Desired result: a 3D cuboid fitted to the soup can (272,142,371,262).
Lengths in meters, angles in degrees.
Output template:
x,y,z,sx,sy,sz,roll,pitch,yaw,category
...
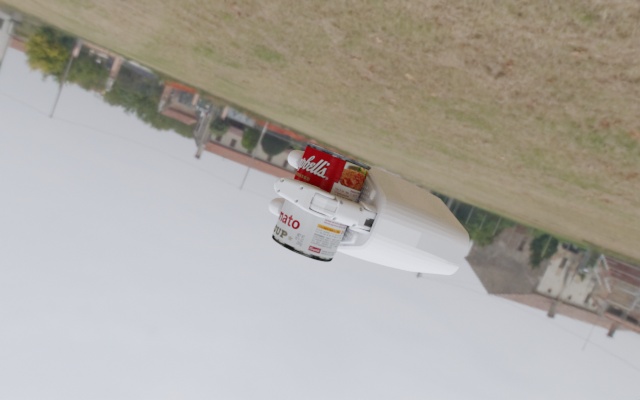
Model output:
x,y,z,sx,sy,sz,roll,pitch,yaw,category
0.000,0.002,0.476,0.068,0.102,0.068,22,5,-2,soup can
